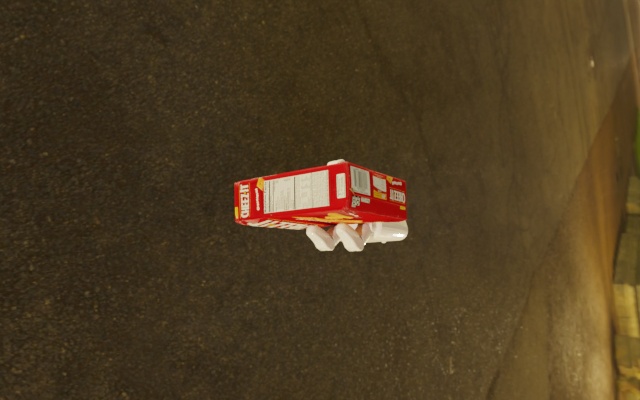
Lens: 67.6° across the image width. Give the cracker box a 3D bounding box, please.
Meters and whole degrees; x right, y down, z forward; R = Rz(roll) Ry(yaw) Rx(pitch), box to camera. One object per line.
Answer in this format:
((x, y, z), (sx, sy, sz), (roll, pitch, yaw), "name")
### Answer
((0.000, 0.002, 0.732), (0.214, 0.072, 0.164), (-8, -12, 37), "cracker box")
